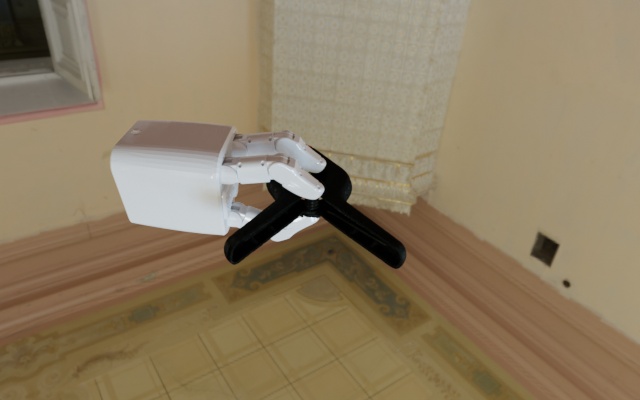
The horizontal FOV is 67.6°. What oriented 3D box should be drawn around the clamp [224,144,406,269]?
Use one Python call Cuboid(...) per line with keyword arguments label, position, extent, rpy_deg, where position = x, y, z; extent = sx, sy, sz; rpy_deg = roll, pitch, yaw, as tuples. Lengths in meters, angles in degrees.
Cuboid(label="clamp", position=(0.000, 0.002, 0.502), extent=(0.164, 0.036, 0.209), rpy_deg=(7, 33, -2))
